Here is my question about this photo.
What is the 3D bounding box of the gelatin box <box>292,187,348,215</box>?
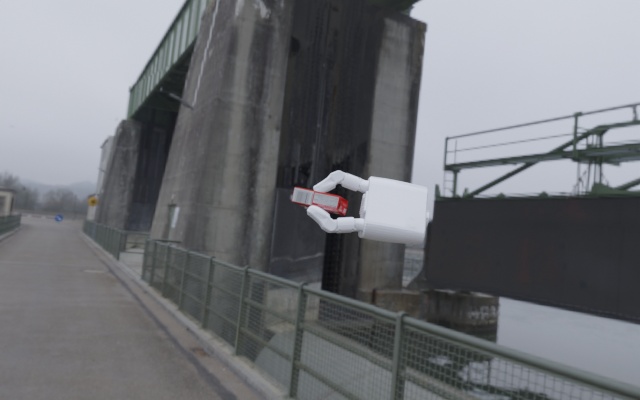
[{"bbox_3d":[0.000,0.002,0.867,0.089,0.030,0.073,12,-4,13],"label":"gelatin box"}]
